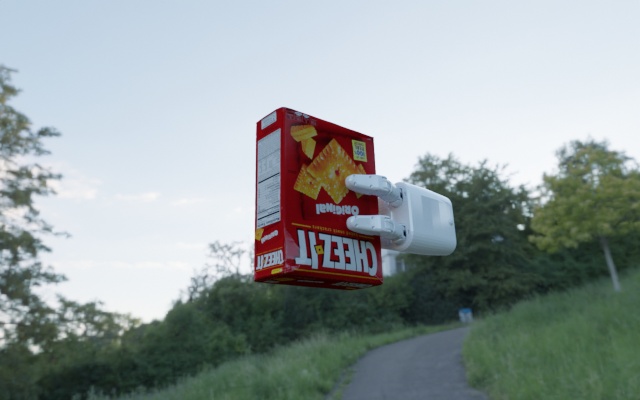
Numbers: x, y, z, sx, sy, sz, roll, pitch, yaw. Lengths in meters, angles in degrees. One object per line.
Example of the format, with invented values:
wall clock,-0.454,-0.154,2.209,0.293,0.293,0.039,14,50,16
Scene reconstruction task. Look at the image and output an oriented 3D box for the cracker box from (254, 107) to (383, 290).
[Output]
cracker box,0.000,0.002,0.624,0.164,0.213,0.072,13,-23,-38
